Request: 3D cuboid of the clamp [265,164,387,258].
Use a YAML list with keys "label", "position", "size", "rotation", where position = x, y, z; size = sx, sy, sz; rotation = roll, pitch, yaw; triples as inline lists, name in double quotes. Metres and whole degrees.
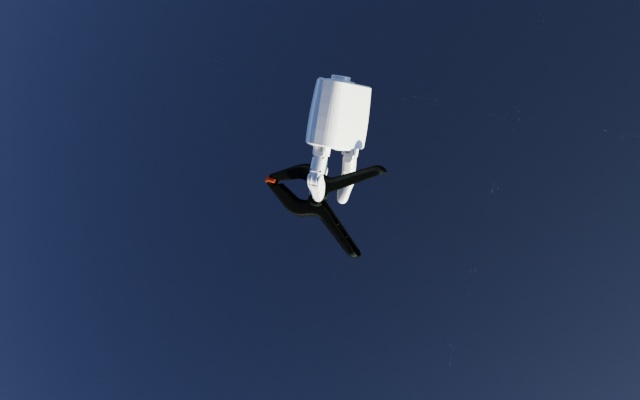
- label: "clamp"
  position: [-0.001, 0.002, 0.831]
  size: [0.210, 0.164, 0.036]
  rotation: [13, 10, 18]
